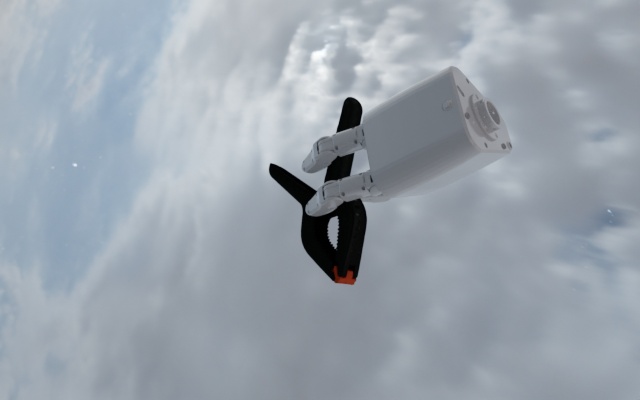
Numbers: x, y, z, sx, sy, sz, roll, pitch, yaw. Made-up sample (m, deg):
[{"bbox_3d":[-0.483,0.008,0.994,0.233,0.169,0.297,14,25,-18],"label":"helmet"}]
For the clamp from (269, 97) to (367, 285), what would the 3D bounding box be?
[{"bbox_3d":[0.001,0.002,0.569,0.036,0.210,0.164,14,-31,-41],"label":"clamp"}]
